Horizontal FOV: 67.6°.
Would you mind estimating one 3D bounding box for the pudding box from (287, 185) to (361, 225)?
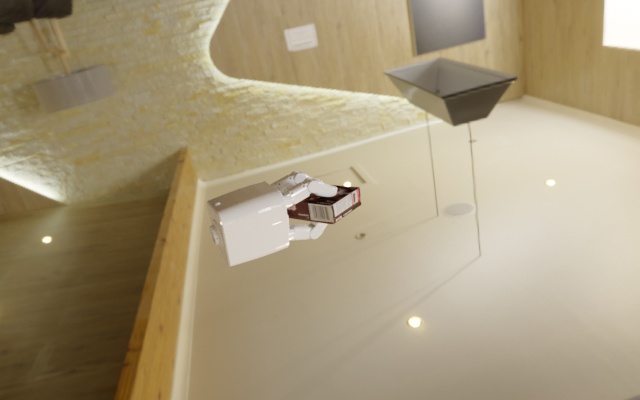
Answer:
[{"bbox_3d":[0.000,0.003,0.826,0.113,0.039,0.090,9,27,35],"label":"pudding box"}]
